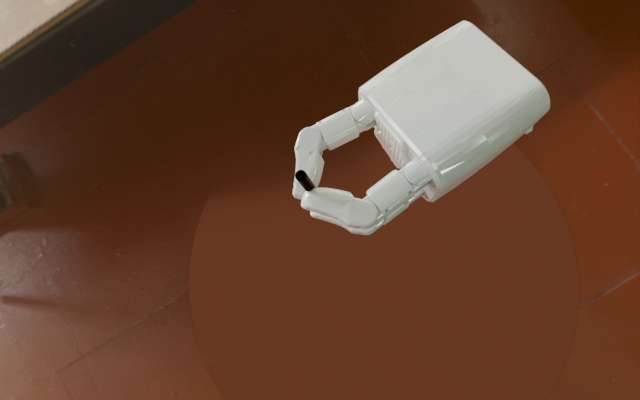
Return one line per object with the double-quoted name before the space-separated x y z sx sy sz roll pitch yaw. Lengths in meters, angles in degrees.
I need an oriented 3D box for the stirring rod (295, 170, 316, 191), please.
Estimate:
"stirring rod" 0.000 0.001 0.443 0.011 0.011 0.239 0 -9 7
